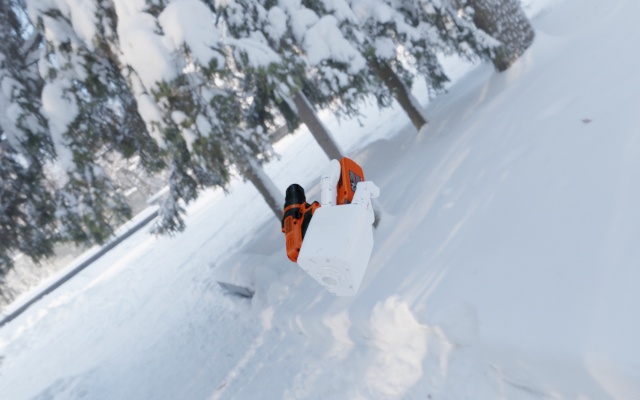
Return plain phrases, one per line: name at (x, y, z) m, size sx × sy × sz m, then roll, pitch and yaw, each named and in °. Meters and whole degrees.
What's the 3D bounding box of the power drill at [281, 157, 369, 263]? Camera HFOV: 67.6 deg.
power drill at (0.000, 0.003, 0.890) m, size 0.057 × 0.184 × 0.188 m, roll 27°, pitch -51°, yaw -33°
